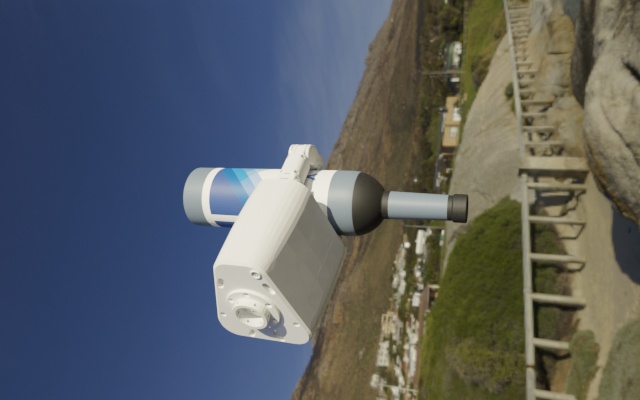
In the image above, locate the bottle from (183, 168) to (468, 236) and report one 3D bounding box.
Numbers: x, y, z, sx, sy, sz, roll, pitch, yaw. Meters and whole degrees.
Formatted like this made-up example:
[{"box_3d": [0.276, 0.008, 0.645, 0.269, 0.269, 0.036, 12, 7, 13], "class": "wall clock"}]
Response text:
[{"box_3d": [0.000, 0.002, 0.499, 0.295, 0.069, 0.069, 3, 1, 20], "class": "bottle"}]
